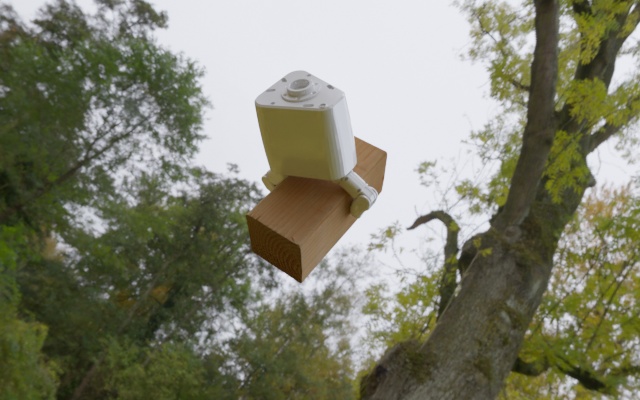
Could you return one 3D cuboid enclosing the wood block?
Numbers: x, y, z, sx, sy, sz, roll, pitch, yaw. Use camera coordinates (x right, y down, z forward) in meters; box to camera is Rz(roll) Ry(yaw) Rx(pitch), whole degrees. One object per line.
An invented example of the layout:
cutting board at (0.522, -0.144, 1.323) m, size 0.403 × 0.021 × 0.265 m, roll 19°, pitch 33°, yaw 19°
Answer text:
wood block at (0.000, 0.002, 0.676) m, size 0.091 × 0.090 × 0.206 m, roll 30°, pitch 56°, yaw 22°
